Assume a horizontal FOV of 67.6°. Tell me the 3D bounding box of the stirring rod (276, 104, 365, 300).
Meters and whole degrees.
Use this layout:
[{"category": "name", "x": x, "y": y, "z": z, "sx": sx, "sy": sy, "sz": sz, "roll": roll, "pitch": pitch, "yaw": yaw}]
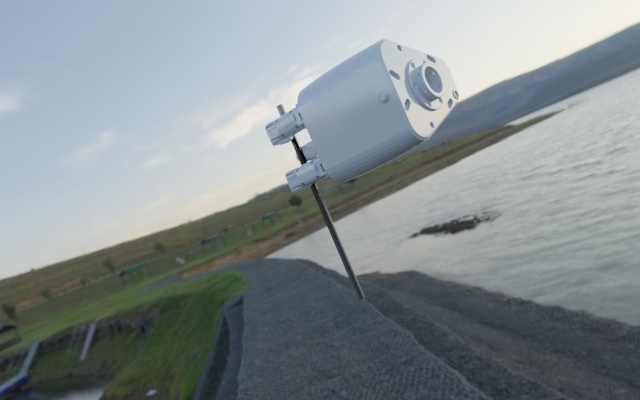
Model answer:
[{"category": "stirring rod", "x": 0.000, "y": 0.002, "z": 0.546, "sx": 0.011, "sy": 0.239, "sz": 0.011, "roll": -23, "pitch": 0, "yaw": 0}]
